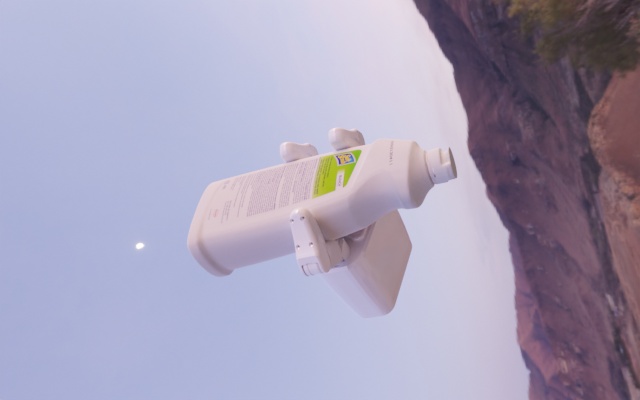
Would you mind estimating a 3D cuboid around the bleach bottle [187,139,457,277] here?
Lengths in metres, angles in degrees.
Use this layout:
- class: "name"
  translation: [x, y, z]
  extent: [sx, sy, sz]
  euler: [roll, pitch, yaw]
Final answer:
- class: "bleach bottle"
  translation: [0.000, 0.001, 0.450]
  extent: [0.251, 0.102, 0.068]
  euler: [-14, -45, 23]
